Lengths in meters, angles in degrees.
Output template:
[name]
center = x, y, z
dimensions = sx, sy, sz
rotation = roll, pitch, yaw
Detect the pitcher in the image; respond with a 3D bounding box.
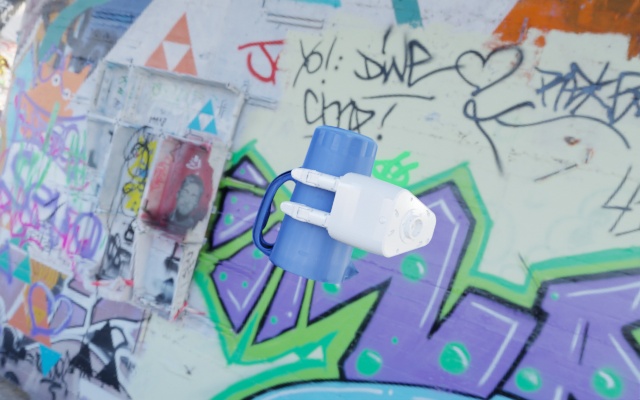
[pitcher]
center = 0.000, 0.003, 0.786
dimensions = 0.149, 0.243, 0.145
rotation = 14, 4, -43
